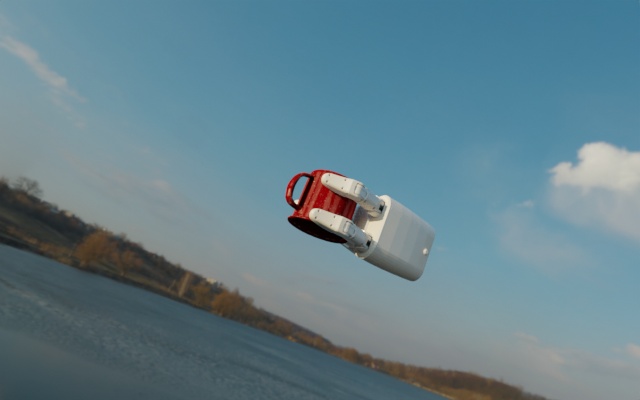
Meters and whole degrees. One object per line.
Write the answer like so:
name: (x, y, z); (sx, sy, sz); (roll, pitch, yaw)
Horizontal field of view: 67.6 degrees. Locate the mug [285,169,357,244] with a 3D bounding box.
mug: (-0.001, 0.001, 0.691); (0.117, 0.081, 0.093); (31, -19, -28)
